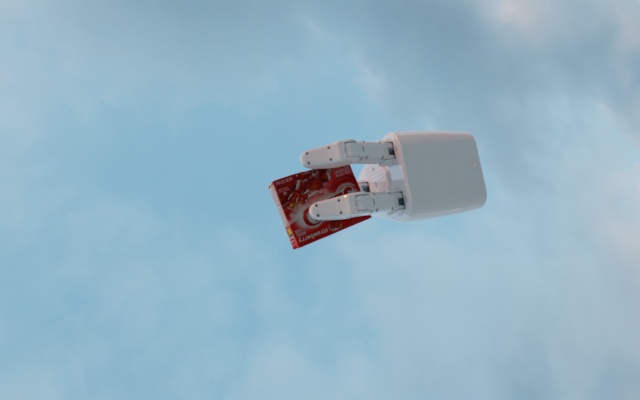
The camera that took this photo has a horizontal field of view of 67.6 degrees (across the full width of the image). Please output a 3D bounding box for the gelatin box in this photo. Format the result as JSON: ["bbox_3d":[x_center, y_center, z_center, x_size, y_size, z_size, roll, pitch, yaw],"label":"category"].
[{"bbox_3d":[0.000,0.002,0.502,0.089,0.073,0.030,-20,-4,-19],"label":"gelatin box"}]
